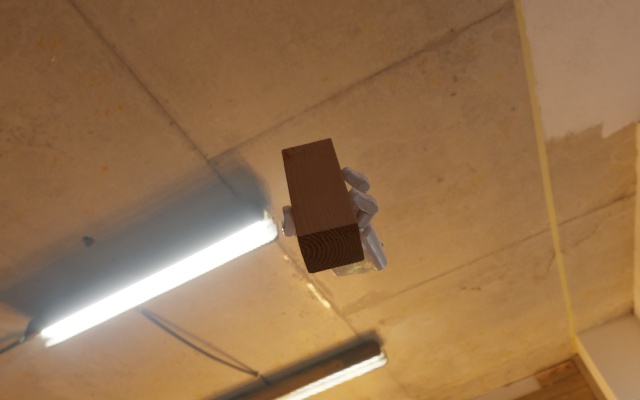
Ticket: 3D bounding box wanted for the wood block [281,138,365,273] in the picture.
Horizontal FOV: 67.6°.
[{"bbox_3d":[0.000,0.003,0.769,0.091,0.090,0.206,-14,44,0],"label":"wood block"}]
